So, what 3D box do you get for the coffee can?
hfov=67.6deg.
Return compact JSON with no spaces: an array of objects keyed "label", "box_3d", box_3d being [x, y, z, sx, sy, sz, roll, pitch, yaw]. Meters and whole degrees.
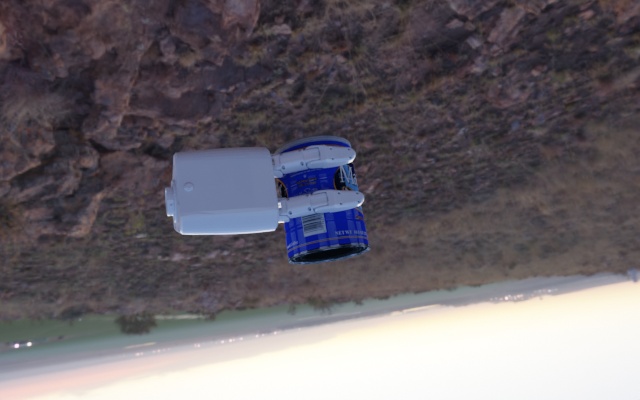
[{"label":"coffee can","box_3d":[0.000,0.002,0.607,0.103,0.140,0.103,-9,-15,-2]}]
